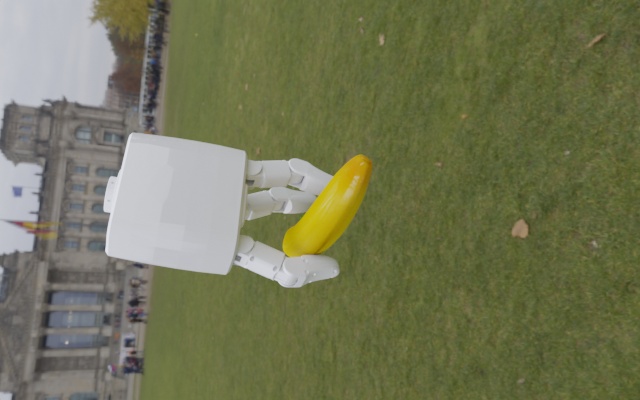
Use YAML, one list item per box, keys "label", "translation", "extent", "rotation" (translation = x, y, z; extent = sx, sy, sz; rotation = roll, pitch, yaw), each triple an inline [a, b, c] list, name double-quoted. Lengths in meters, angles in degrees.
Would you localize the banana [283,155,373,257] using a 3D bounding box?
- label: "banana"
  translation: [-0.004, 0.020, 0.457]
  extent: [0.037, 0.069, 0.198]
  rotation: [15, -21, -14]
